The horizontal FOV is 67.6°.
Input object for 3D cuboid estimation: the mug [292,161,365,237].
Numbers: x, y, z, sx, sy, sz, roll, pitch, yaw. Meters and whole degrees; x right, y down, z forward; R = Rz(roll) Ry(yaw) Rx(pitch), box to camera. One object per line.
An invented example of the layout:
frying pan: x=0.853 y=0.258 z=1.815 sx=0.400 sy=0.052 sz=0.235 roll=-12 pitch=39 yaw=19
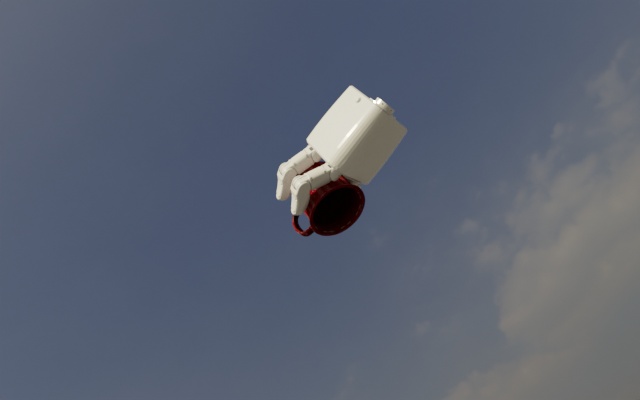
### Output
mug: x=-0.001 y=0.003 z=0.729 sx=0.093 sy=0.117 sz=0.081 roll=28 pitch=16 yaw=-44
